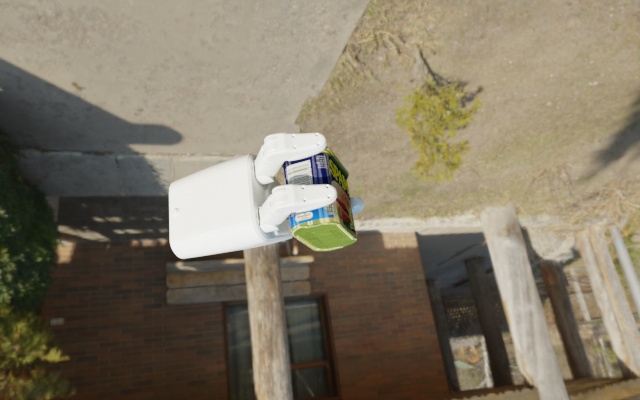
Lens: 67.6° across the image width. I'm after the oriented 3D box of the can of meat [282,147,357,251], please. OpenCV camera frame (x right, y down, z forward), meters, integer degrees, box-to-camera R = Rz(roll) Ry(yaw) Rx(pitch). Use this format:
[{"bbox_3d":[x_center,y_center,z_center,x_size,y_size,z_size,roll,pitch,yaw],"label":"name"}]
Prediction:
[{"bbox_3d":[0.000,0.002,0.513,0.057,0.084,0.102,-14,-22,15],"label":"can of meat"}]
